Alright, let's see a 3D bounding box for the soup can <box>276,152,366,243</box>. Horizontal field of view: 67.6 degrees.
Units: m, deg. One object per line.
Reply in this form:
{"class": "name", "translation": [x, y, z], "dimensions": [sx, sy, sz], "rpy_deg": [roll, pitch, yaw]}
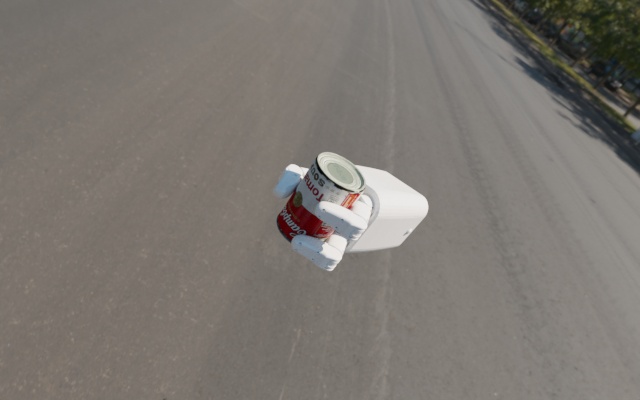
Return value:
{"class": "soup can", "translation": [0.000, 0.002, 0.568], "dimensions": [0.068, 0.068, 0.102], "rpy_deg": [0, -44, -43]}
